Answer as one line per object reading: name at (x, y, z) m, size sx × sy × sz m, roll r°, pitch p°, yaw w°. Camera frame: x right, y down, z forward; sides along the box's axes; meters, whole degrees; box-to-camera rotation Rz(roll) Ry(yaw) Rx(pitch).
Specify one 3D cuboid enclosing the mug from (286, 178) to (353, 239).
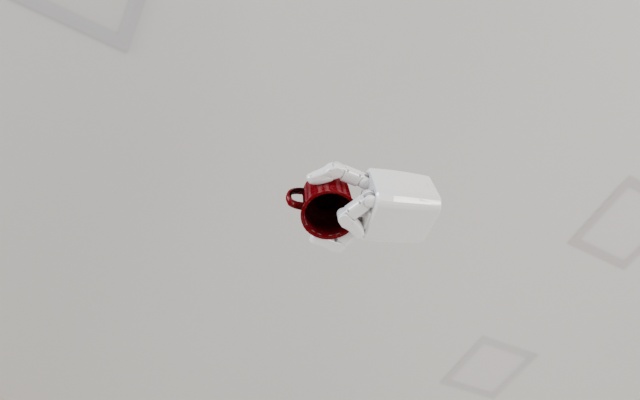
mug at (-0.001, 0.002, 0.794) m, size 0.117 × 0.093 × 0.081 m, roll 8°, pitch 30°, yaw -9°
